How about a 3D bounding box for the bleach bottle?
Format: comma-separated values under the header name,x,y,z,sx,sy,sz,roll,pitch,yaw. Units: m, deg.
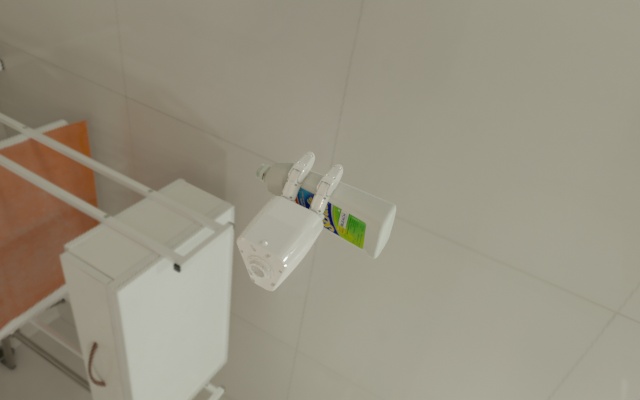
name,x,y,z,sx,sy,sz,roll,pitch,yaw
bleach bottle,0.000,0.003,0.821,0.251,0.103,0.068,24,48,18
